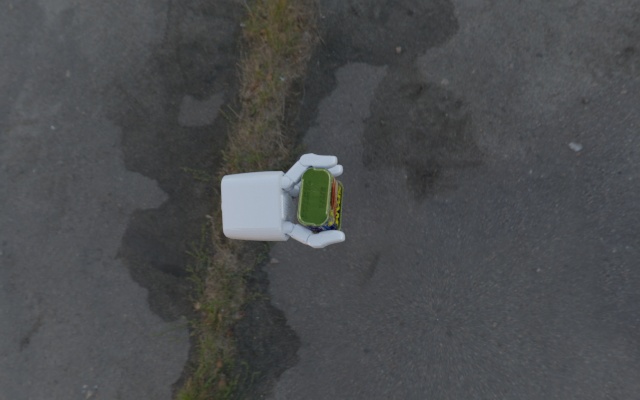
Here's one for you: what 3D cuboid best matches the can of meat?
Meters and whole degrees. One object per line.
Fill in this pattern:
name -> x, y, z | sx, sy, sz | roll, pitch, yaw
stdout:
can of meat -> 0.000, 0.003, 0.795 | 0.057, 0.102, 0.084 | 2, -13, 15
